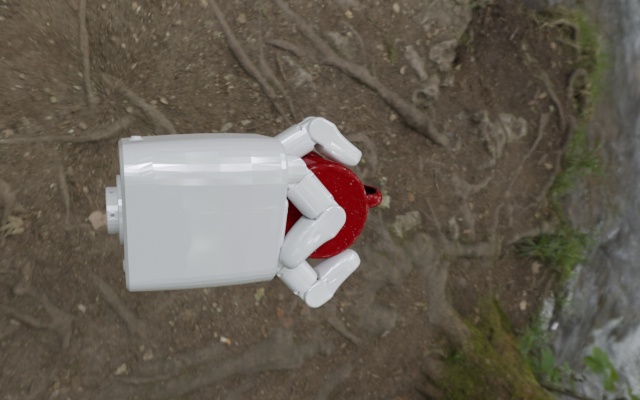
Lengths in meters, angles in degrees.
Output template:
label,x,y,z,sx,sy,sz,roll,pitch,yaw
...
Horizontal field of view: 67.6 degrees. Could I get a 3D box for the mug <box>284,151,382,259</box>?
label,x,y,z,sx,sy,sz,roll,pitch,yaw
mug,0.001,0.001,0.425,0.117,0.093,0.081,-4,12,-22
